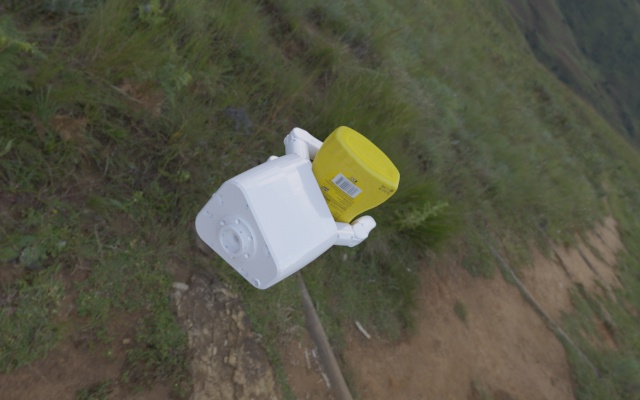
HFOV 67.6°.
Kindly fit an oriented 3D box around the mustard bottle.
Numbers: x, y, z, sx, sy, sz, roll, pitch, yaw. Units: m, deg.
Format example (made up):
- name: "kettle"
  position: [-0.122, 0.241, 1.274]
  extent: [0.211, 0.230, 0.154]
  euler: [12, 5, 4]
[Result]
- name: "mustard bottle"
  position: [0.000, 0.002, 0.589]
  extent: [0.192, 0.096, 0.058]
  euler: [-43, 16, 36]
